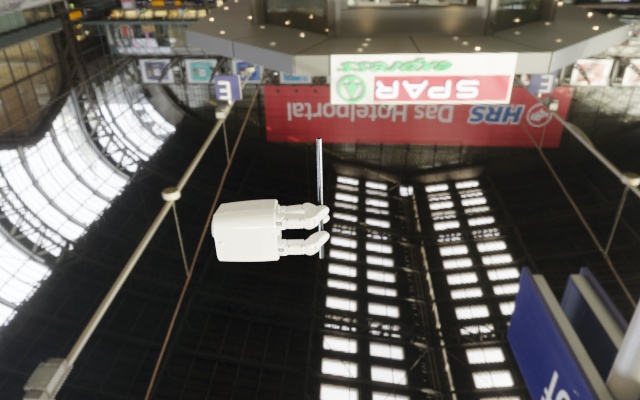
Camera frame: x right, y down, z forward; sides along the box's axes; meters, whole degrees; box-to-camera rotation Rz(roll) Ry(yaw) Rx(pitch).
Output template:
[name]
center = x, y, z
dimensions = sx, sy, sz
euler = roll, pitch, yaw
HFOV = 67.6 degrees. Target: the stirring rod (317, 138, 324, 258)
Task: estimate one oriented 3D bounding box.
[stirring rod]
center = 0.000, 0.003, 0.843
dimensions = 0.011, 0.240, 0.011
euler = -1, 30, 1
